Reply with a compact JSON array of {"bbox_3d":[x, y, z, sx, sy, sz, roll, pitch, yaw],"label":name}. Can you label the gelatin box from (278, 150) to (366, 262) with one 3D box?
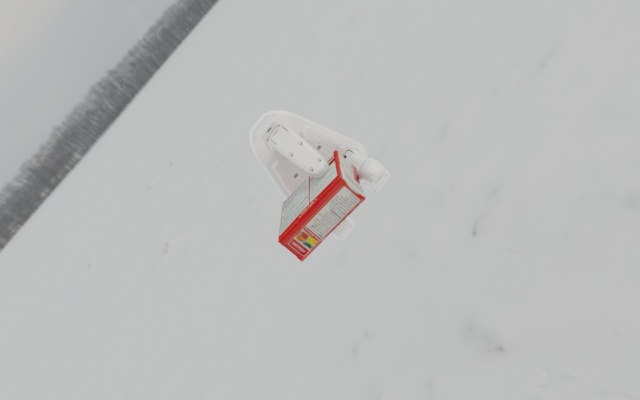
[{"bbox_3d":[0.000,0.001,0.406,0.030,0.073,0.089,41,14,-14],"label":"gelatin box"}]
